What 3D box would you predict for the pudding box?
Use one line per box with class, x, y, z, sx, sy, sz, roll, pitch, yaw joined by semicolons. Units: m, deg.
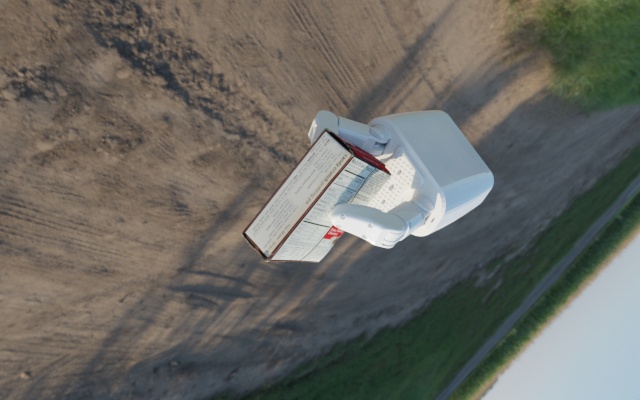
pudding box;0.000;0.001;0.404;0.039;0.113;0.090;43;12;26
